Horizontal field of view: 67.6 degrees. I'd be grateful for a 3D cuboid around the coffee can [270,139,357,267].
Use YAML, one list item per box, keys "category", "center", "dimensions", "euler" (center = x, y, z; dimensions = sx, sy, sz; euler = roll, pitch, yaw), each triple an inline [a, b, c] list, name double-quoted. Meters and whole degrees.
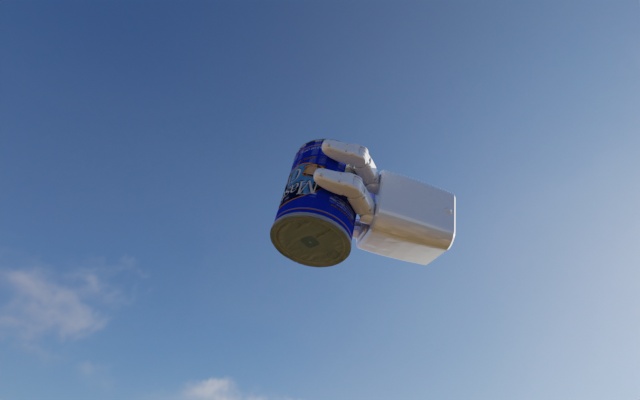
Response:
- category: "coffee can"
  center: [0.000, 0.002, 0.634]
  dimensions: [0.103, 0.140, 0.103]
  euler: [8, -41, 7]
